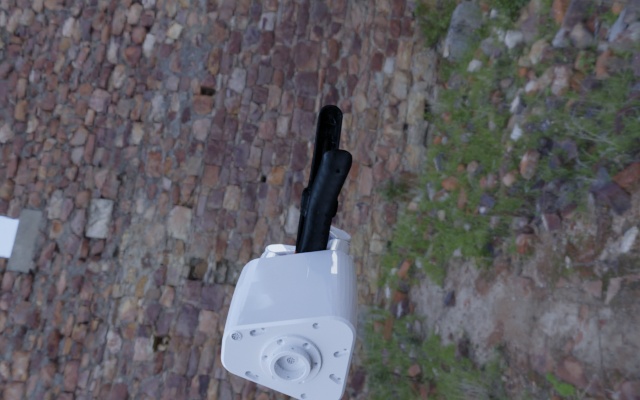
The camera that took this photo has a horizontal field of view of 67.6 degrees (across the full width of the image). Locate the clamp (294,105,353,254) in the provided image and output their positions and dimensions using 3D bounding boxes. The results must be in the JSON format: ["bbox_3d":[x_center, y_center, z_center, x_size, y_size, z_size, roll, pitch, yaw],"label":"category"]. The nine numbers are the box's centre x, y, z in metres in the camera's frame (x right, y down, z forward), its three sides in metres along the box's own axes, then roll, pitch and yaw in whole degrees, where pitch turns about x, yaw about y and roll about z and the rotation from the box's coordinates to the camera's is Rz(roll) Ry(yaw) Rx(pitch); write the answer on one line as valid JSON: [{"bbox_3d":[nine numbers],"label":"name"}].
[{"bbox_3d":[-0.001,0.002,0.464,0.039,0.171,0.120,8,21,-1],"label":"clamp"}]
